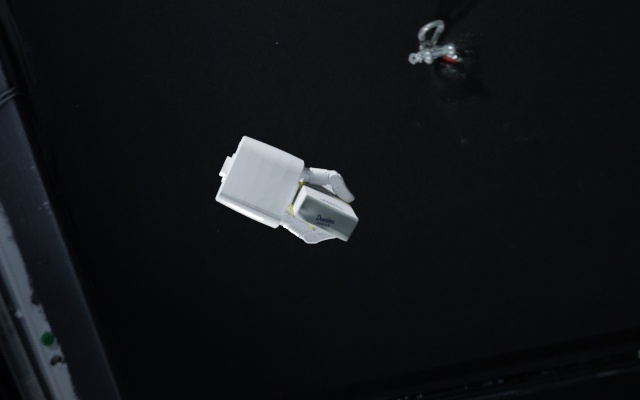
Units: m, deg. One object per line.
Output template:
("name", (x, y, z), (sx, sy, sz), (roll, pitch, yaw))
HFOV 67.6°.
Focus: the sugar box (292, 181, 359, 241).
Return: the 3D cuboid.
("sugar box", (0.000, 0.003, 0.788), (0.093, 0.048, 0.176), (26, 14, -12))
